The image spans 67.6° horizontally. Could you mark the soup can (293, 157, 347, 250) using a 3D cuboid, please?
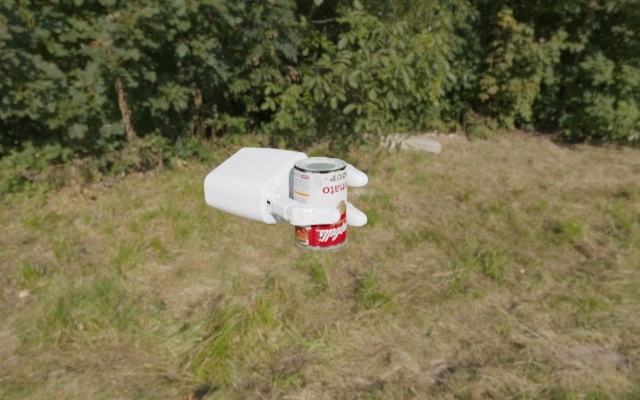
[{"bbox_3d":[0.000,0.002,0.606,0.068,0.102,0.068,0,19,0],"label":"soup can"}]
